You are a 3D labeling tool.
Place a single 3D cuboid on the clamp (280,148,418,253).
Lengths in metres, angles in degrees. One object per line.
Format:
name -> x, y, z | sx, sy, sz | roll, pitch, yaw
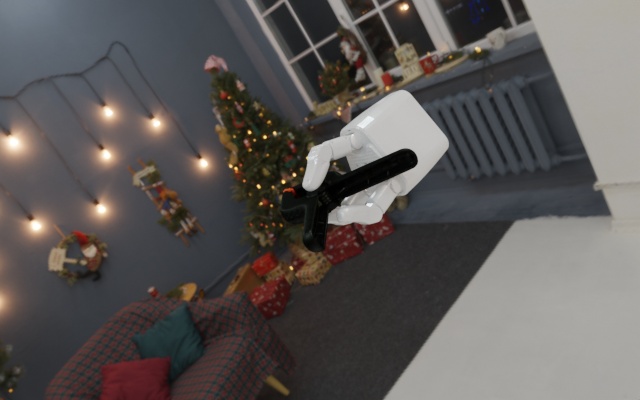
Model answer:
clamp -> 0.000, 0.001, 0.579 | 0.164, 0.036, 0.210 | -42, 19, -28
